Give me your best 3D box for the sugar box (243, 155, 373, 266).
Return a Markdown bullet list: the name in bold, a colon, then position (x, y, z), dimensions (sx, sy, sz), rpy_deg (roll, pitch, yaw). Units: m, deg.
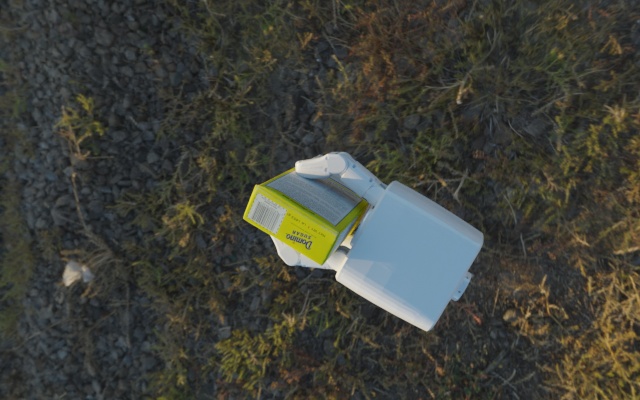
- **sugar box**: position (0.000, 0.002, 0.521), dimensions (0.093, 0.048, 0.176), rpy_deg (31, 20, 11)
